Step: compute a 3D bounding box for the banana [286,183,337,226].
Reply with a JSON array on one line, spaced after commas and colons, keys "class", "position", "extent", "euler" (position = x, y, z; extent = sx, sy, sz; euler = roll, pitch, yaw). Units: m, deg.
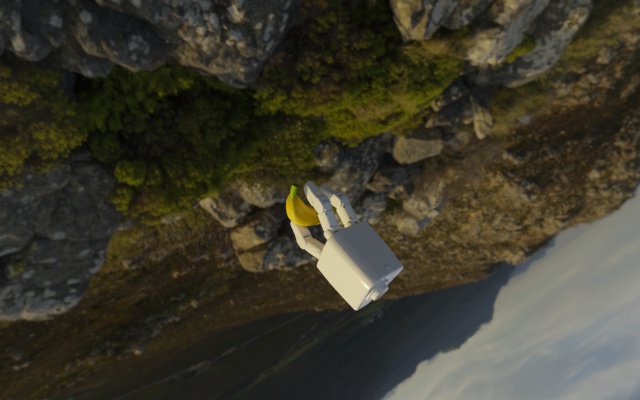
[{"class": "banana", "position": [-0.013, 0.017, 0.878], "extent": [0.037, 0.069, 0.198], "euler": [44, 12, 23]}]
